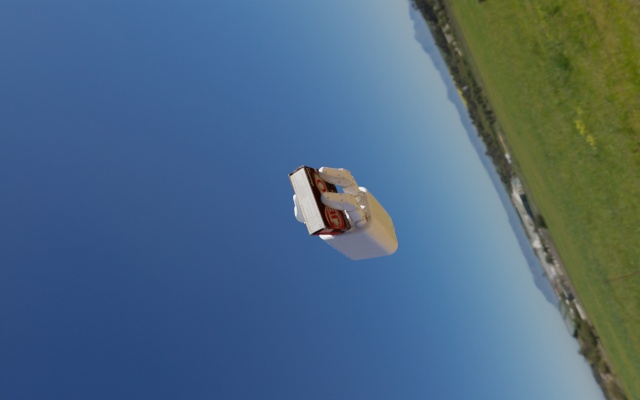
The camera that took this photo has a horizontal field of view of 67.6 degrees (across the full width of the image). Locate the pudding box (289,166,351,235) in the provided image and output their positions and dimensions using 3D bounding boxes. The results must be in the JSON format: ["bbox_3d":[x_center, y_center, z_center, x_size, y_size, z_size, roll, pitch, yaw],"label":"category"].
[{"bbox_3d":[0.000,0.003,0.801,0.039,0.113,0.090,-29,-17,24],"label":"pudding box"}]
